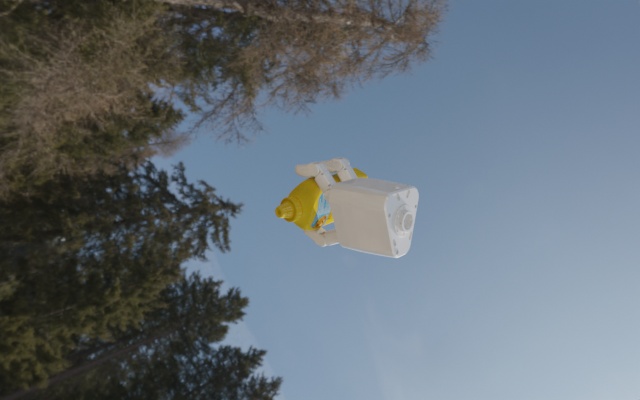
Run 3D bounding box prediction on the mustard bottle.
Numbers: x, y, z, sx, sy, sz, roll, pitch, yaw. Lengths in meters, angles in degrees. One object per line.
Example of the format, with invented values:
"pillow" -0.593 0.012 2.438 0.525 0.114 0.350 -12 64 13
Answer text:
"mustard bottle" 0.000 0.003 0.812 0.058 0.096 0.191 37 33 32
